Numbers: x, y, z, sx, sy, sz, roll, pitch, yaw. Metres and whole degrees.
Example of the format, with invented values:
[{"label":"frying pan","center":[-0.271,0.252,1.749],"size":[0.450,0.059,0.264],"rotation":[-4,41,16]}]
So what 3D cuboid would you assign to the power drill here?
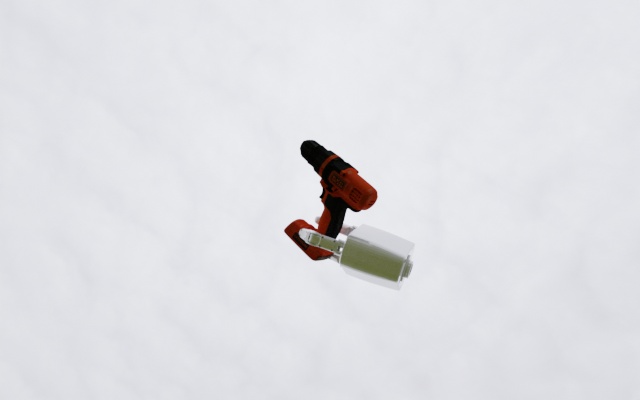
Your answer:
[{"label":"power drill","center":[0.000,0.003,0.884],"size":[0.057,0.188,0.184],"rotation":[-10,44,-48]}]
